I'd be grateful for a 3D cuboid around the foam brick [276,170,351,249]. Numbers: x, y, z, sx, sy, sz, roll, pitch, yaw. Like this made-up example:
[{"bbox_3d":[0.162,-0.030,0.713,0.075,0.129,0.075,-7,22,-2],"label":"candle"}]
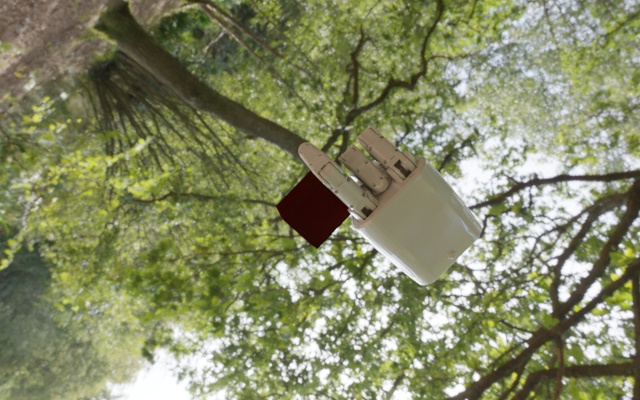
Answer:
[{"bbox_3d":[0.000,0.002,0.504,0.051,0.078,0.053,43,4,-20],"label":"foam brick"}]
